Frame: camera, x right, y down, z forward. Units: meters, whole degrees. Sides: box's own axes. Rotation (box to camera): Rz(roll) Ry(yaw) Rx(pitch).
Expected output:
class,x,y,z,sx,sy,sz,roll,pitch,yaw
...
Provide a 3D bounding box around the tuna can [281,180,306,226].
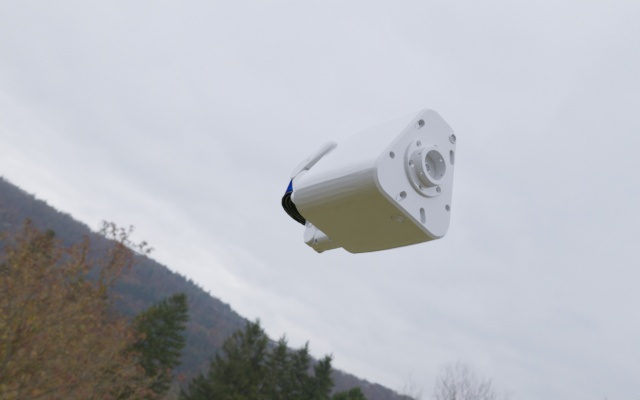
class,x,y,z,sx,sy,sz,roll,pitch,yaw
tuna can,0.000,0.001,0.553,0.086,0.033,0.086,16,-29,9
